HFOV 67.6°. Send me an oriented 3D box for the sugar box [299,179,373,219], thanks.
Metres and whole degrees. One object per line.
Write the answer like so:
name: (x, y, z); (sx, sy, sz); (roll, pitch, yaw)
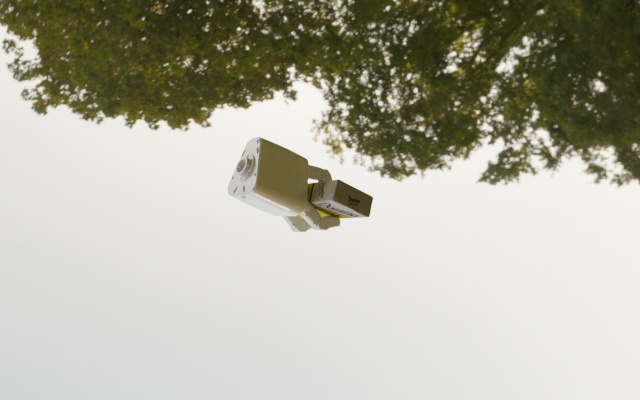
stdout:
sugar box: (0.000, 0.003, 0.875); (0.093, 0.048, 0.176); (25, -17, -37)
